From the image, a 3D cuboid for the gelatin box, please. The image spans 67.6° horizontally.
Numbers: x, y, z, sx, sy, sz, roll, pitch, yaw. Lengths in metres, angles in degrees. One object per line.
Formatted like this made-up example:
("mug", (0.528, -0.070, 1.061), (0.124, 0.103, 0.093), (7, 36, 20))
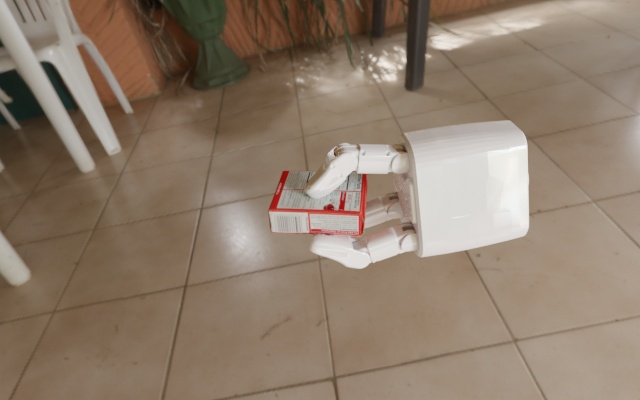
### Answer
("gelatin box", (0.000, 0.001, 0.465), (0.089, 0.030, 0.073), (2, 35, 7))
